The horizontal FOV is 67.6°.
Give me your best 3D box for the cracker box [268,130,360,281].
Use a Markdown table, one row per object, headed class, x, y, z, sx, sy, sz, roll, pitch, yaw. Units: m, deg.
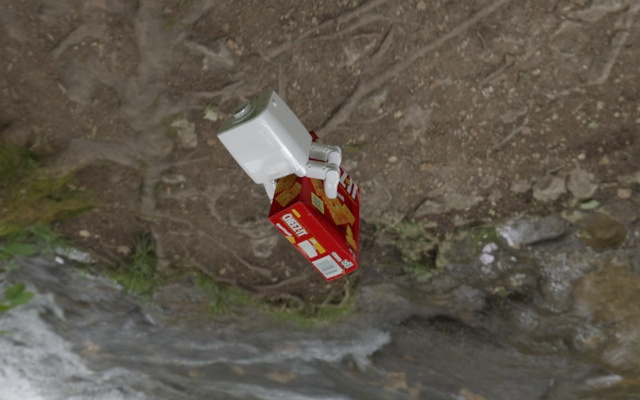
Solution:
| class | x | y | z | sx | sy | sz | roll | pitch | yaw |
| --- | --- | --- | --- | --- | --- | --- | --- | --- | --- |
| cracker box | 0.000 | 0.003 | 0.818 | 0.072 | 0.164 | 0.213 | -27 | 31 | 24 |
